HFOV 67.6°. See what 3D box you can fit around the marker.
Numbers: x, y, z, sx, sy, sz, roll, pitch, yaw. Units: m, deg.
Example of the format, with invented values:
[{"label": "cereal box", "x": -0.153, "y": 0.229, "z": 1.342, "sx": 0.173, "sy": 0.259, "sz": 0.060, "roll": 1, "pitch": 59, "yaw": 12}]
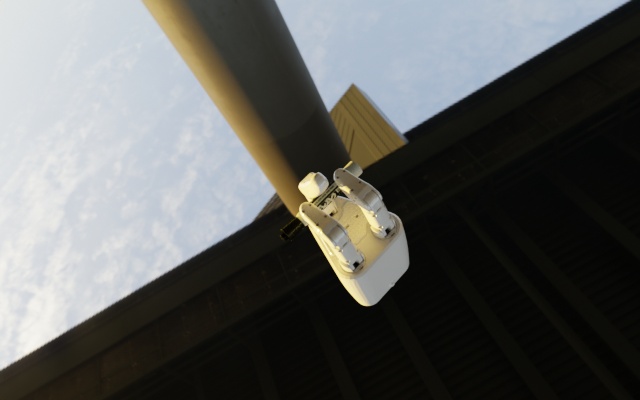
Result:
[{"label": "marker", "x": 0.000, "y": 0.002, "z": 0.544, "sx": 0.121, "sy": 0.020, "sz": 0.020, "roll": -44, "pitch": 11, "yaw": -11}]
